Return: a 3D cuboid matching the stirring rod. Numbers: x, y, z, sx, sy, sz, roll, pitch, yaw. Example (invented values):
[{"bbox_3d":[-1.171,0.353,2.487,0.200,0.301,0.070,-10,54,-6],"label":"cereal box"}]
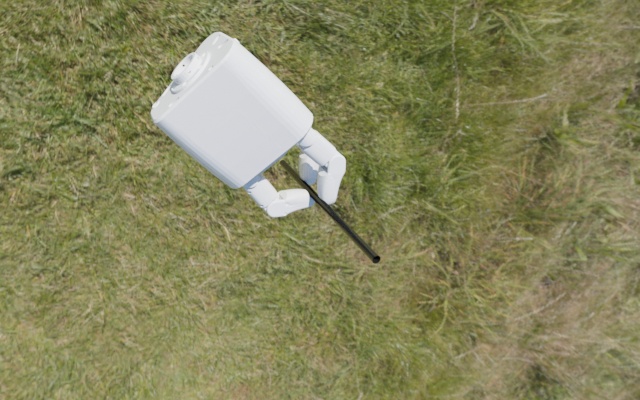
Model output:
[{"bbox_3d":[0.000,0.002,0.514,0.011,0.011,0.239,0,25,-27],"label":"stirring rod"}]
